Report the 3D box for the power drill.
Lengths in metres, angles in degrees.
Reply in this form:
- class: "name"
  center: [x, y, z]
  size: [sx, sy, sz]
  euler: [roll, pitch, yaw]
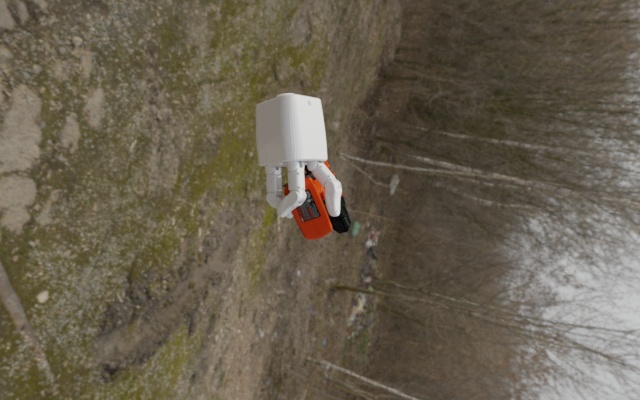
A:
- class: "power drill"
  center: [0.000, 0.003, 0.876]
  size: [0.057, 0.184, 0.187]
  euler: [-22, 12, 15]
